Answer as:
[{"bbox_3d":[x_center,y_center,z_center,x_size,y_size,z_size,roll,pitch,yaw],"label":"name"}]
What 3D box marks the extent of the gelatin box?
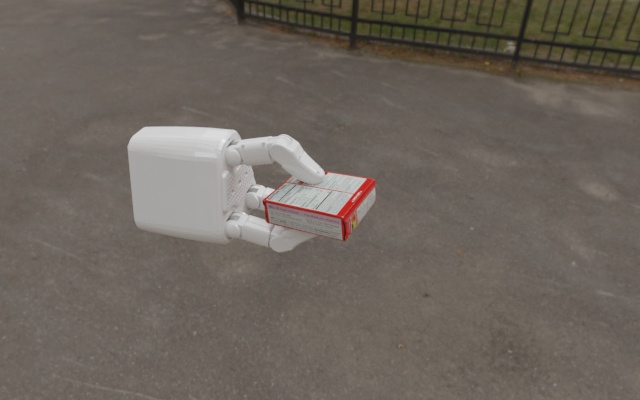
[{"bbox_3d":[0.000,0.001,0.467,0.089,0.030,0.073,10,35,27],"label":"gelatin box"}]
